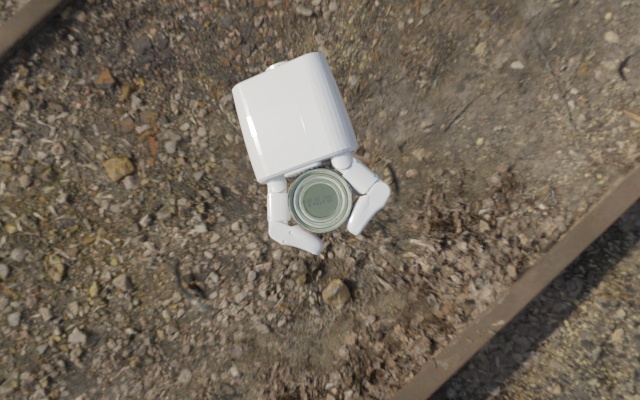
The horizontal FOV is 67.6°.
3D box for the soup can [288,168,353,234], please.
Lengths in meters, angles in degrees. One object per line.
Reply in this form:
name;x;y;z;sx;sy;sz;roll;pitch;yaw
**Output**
soup can;0.000;0.002;0.524;0.068;0.068;0.102;0;-2;0
